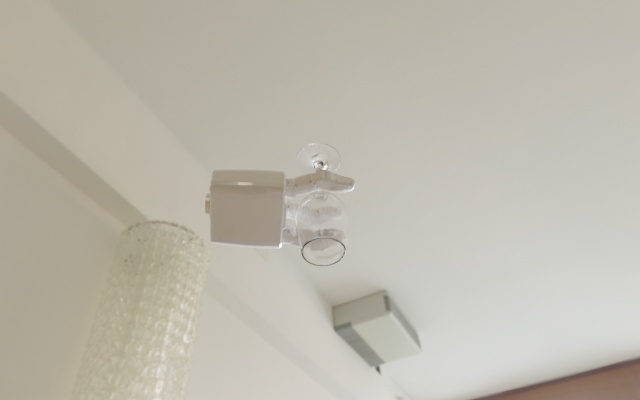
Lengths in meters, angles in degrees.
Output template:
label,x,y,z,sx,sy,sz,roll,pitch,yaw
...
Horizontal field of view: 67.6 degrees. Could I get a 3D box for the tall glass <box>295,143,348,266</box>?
label,x,y,z,sx,sy,sz,roll,pitch,yaw
tall glass,0.000,0.002,0.727,0.079,0.079,0.200,0,44,-4
